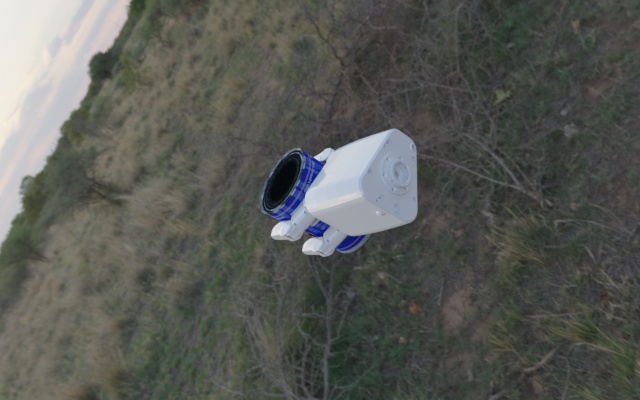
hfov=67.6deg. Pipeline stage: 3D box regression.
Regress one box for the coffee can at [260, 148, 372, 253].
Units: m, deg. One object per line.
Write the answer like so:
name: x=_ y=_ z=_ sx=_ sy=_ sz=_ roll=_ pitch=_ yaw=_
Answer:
coffee can: x=0.000 y=0.002 z=0.687 sx=0.140 sy=0.102 sz=0.103 roll=29 pitch=-14 yaw=-27
